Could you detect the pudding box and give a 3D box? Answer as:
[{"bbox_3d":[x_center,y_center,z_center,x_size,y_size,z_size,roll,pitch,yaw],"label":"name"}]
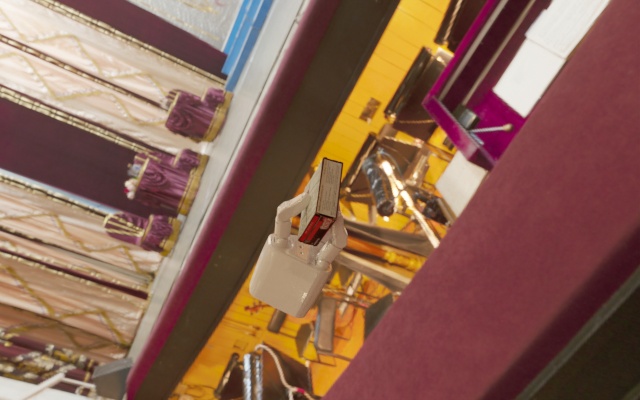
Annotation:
[{"bbox_3d":[0.000,0.002,0.750,0.039,0.113,0.090,16,-36,-14],"label":"pudding box"}]
